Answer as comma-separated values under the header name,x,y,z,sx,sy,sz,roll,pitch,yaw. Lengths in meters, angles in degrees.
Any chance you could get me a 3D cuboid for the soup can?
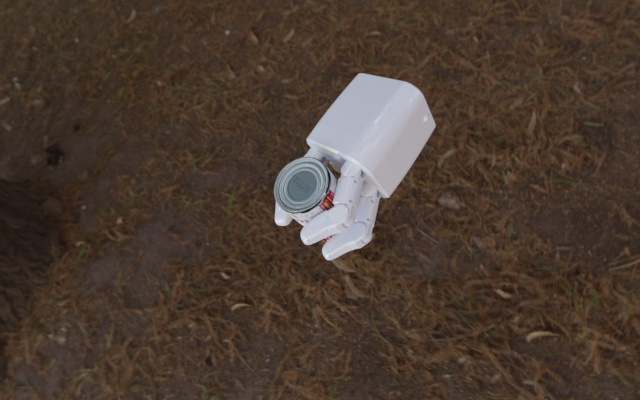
name,x,y,z,sx,sy,sz,roll,pitch,yaw
soup can,0.000,0.002,0.544,0.068,0.068,0.102,0,-22,26
